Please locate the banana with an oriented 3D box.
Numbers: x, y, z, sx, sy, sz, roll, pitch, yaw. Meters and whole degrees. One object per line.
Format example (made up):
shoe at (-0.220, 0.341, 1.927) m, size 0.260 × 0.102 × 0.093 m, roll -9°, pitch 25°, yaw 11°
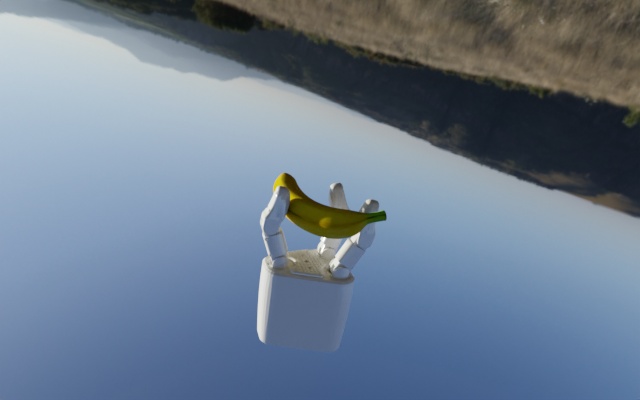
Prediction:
banana at (-0.012, 0.008, 0.592) m, size 0.069 × 0.037 × 0.197 m, roll -18°, pitch 29°, yaw -36°
